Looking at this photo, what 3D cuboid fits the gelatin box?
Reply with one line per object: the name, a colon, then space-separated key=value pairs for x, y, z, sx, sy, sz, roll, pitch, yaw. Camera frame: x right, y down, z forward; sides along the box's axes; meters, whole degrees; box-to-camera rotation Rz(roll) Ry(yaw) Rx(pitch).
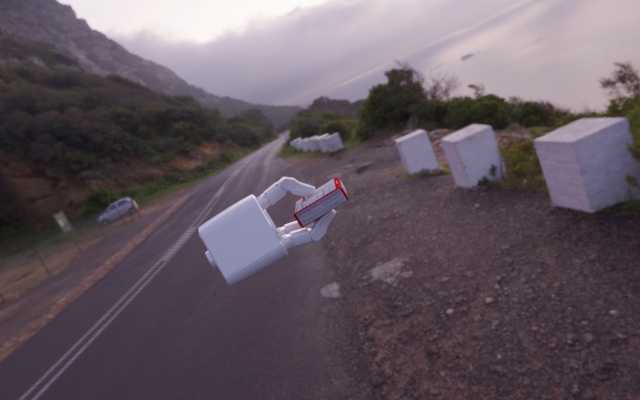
gelatin box: x=0.000 y=0.002 z=0.779 sx=0.089 sy=0.030 sz=0.073 roll=-32 pitch=13 yaw=7
